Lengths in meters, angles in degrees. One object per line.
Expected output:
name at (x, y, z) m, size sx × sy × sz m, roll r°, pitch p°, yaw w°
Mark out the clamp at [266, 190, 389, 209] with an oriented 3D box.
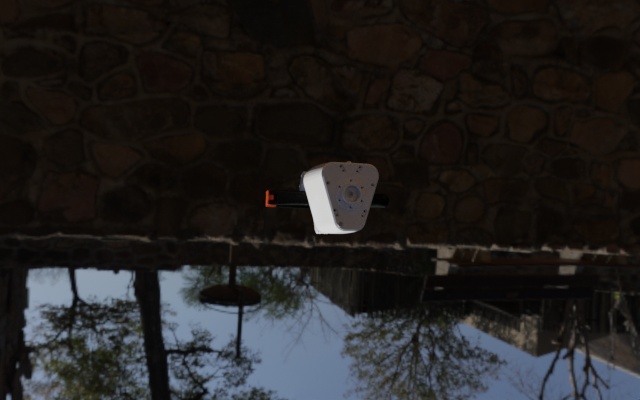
clamp at (0.000, 0.004, 0.886) m, size 0.210 × 0.036 × 0.164 m, roll 2°, pitch -7°, yaw -15°
